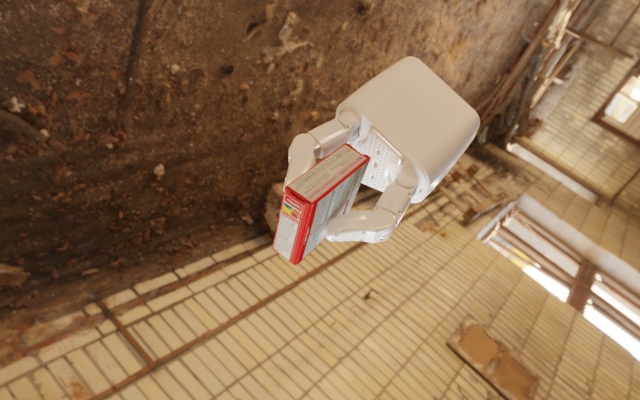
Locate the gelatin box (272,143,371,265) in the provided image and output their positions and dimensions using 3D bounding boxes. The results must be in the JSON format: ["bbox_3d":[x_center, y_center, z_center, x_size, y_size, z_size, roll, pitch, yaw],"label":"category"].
[{"bbox_3d":[0.000,0.002,0.404,0.030,0.073,0.089,33,45,17],"label":"gelatin box"}]
